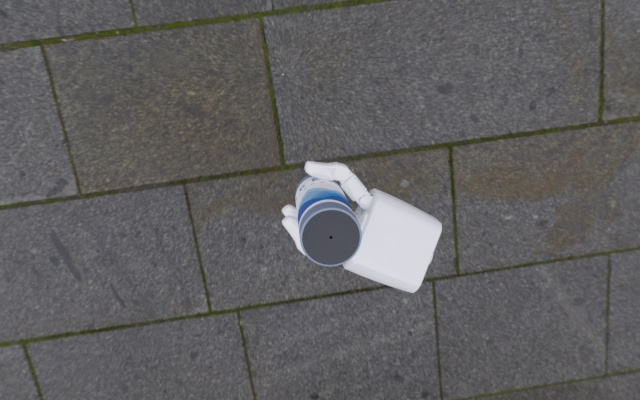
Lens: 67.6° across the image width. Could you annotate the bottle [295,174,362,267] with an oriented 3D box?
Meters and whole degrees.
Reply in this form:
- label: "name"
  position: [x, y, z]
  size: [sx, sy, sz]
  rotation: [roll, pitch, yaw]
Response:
- label: "bottle"
  position: [0.000, 0.002, 0.647]
  size: [0.069, 0.069, 0.295]
  rotation: [0, 15, -4]
